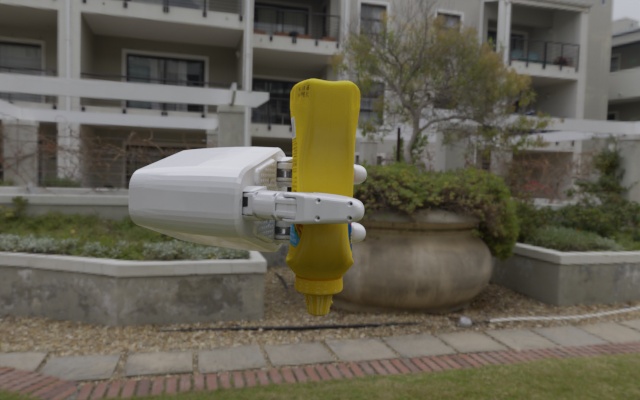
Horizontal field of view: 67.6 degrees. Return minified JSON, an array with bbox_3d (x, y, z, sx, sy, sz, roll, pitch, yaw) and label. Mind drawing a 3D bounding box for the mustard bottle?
[{"bbox_3d":[0.000,0.001,0.404,0.058,0.191,0.096,2,3,-8],"label":"mustard bottle"}]
